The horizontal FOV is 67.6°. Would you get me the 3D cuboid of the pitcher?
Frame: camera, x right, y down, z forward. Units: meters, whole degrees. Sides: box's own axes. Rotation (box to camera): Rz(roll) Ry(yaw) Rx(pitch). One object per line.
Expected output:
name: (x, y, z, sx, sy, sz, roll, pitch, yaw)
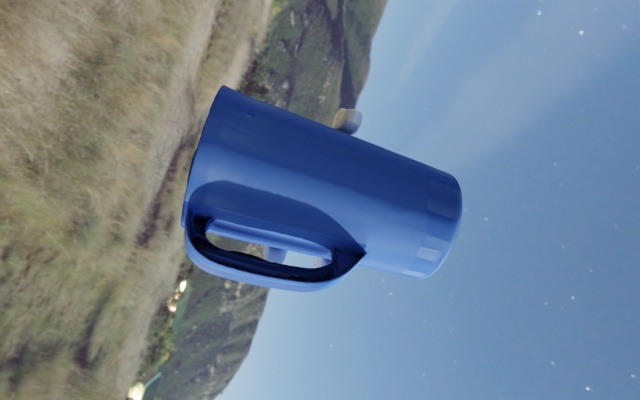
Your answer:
pitcher: (0.000, 0.001, 0.444, 0.243, 0.149, 0.145, 17, 7, -9)
